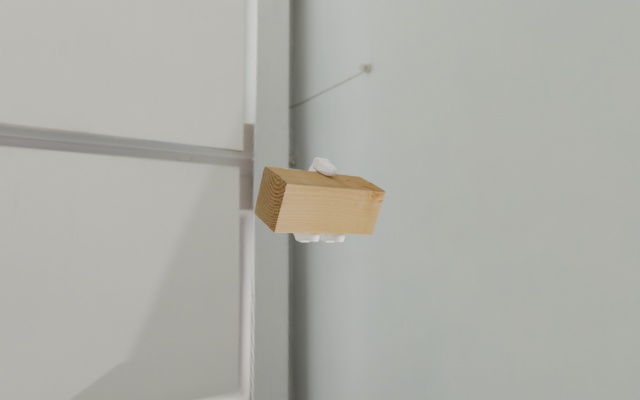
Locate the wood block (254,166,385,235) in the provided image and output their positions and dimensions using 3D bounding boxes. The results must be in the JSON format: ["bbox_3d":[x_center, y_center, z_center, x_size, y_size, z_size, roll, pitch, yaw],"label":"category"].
[{"bbox_3d":[0.000,0.002,0.854,0.206,0.091,0.090,3,20,-33],"label":"wood block"}]
